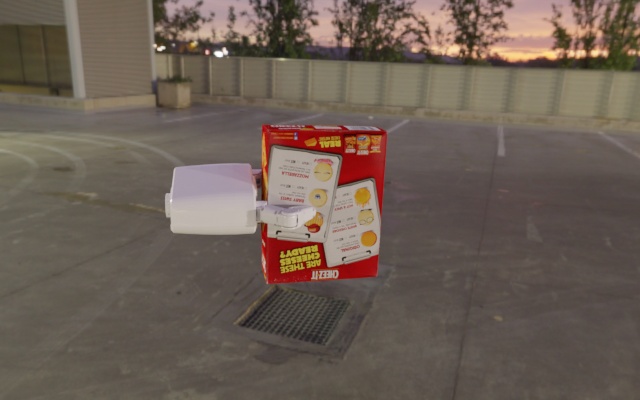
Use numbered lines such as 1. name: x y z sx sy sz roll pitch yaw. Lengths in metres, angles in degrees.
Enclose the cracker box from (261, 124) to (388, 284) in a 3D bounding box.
1. cracker box: 0.000 0.002 0.674 0.164 0.214 0.072 -2 16 -13
